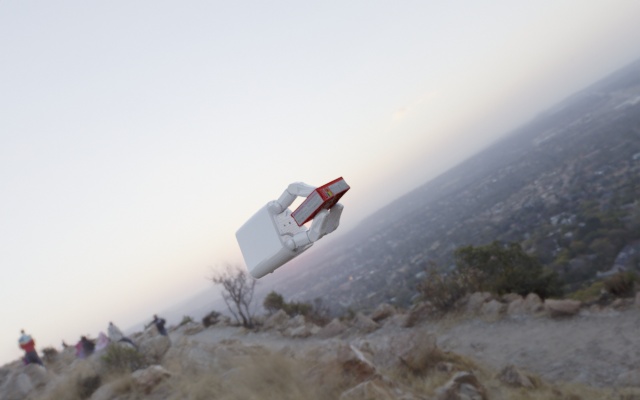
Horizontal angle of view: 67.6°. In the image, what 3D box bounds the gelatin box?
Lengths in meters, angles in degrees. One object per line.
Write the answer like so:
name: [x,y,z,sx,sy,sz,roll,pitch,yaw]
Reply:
gelatin box: [0.000,0.002,0.815,0.073,0.030,0.089,-27,-14,-46]
